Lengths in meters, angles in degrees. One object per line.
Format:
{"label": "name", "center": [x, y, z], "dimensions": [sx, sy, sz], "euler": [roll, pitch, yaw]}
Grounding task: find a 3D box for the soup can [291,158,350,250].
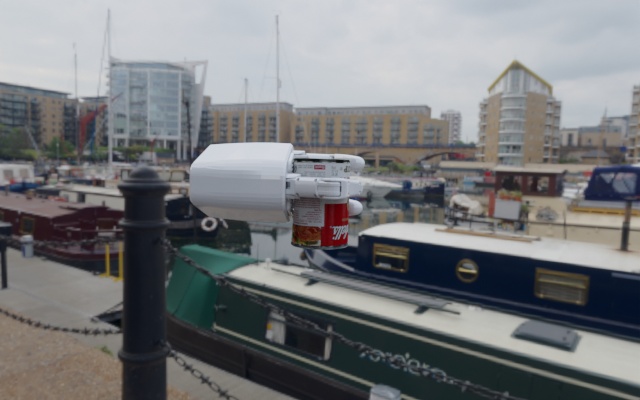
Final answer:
{"label": "soup can", "center": [0.001, 0.002, 0.562], "dimensions": [0.068, 0.102, 0.068], "euler": [2, 5, 0]}
